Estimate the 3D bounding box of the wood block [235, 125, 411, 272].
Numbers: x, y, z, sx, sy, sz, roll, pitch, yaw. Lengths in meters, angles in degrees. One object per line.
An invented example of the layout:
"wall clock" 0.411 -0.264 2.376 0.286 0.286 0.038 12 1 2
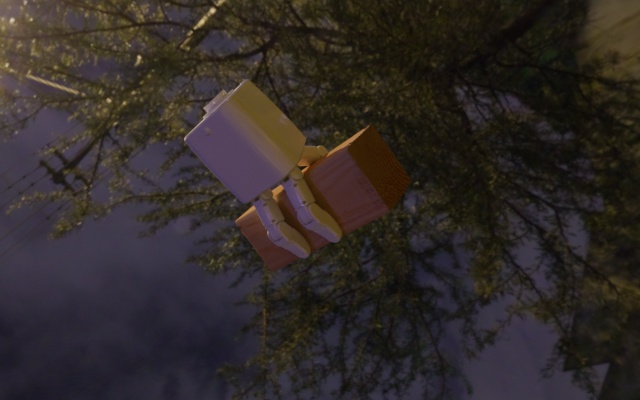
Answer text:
"wood block" 0.000 0.002 0.618 0.206 0.090 0.090 -31 10 36
